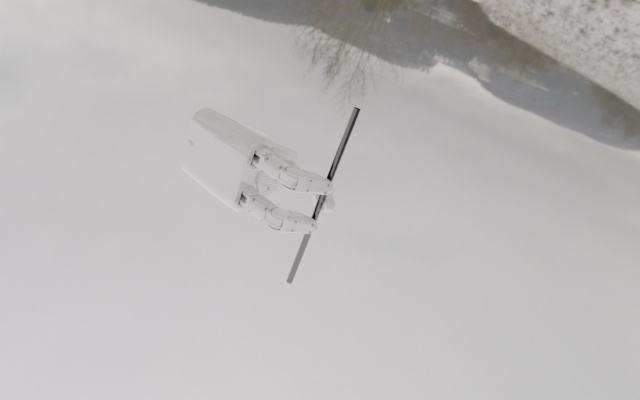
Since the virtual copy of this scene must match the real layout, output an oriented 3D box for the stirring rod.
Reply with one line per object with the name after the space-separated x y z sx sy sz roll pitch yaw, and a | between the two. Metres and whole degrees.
0.000 0.002 0.573 0.011 0.240 0.011 18 23 -8 | stirring rod
